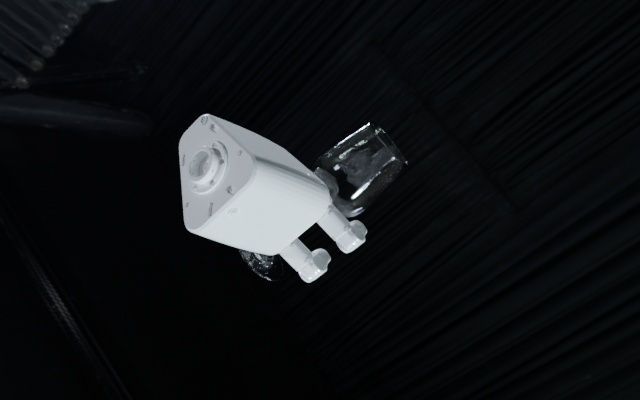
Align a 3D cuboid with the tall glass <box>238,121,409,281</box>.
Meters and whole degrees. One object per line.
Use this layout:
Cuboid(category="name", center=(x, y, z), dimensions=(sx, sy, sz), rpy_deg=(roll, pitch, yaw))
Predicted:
Cuboid(category="tall glass", center=(0.000, 0.002, 0.527), dimensions=(0.201, 0.079, 0.079), rpy_deg=(-40, -15, 19))
